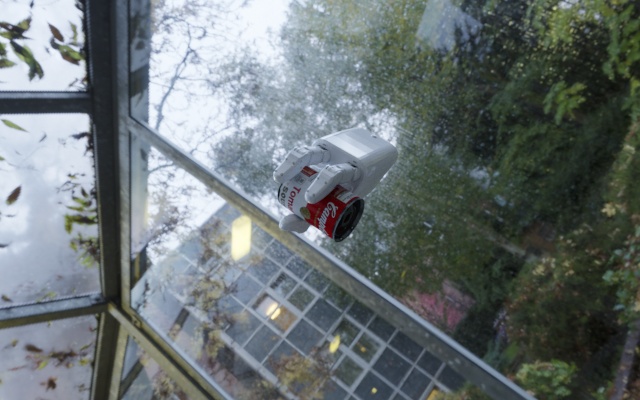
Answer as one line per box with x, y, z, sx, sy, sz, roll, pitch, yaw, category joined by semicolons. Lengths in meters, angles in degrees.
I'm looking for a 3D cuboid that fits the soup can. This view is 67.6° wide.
0.000;0.002;0.654;0.102;0.068;0.068;33;14;24;soup can
